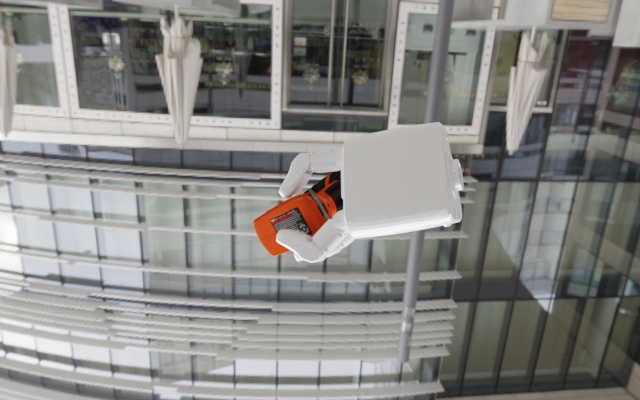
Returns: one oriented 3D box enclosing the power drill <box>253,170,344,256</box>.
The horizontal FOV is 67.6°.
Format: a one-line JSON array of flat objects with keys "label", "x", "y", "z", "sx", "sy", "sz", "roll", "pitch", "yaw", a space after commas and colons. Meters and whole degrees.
[{"label": "power drill", "x": 0.000, "y": 0.002, "z": 0.627, "sx": 0.184, "sy": 0.057, "sz": 0.187, "roll": -28, "pitch": 5, "yaw": 42}]
